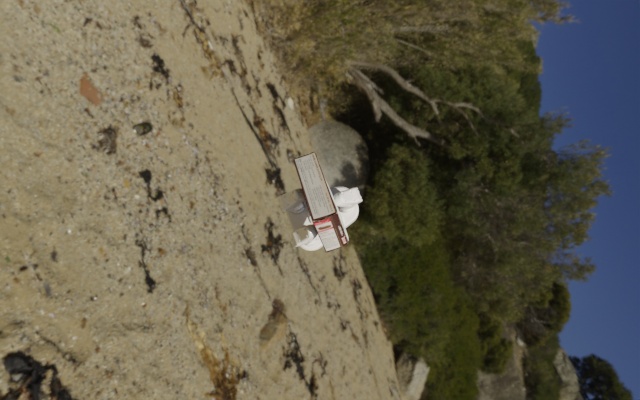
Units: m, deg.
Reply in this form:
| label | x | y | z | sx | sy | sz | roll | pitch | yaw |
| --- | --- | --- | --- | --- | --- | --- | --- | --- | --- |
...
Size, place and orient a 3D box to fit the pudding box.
| label | x | y | z | sx | sy | sz | roll | pitch | yaw |
| --- | --- | --- | --- | --- | --- | --- | --- | --- | --- |
| pudding box | 0.000 | 0.002 | 0.668 | 0.039 | 0.113 | 0.090 | -22 | -35 | 1 |
